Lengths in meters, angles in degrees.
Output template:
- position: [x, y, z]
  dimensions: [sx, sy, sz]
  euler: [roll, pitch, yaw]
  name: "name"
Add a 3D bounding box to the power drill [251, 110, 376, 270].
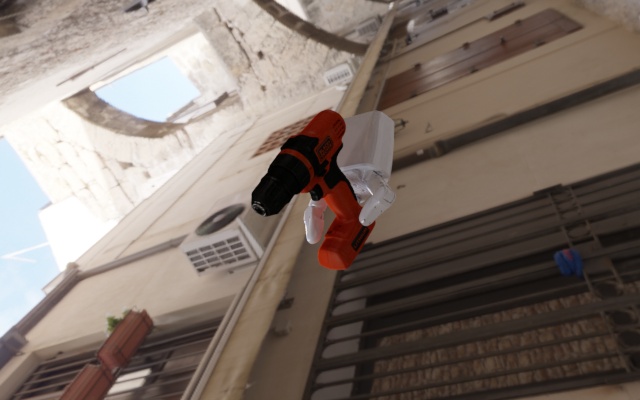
- position: [0.000, 0.002, 0.625]
  dimensions: [0.057, 0.188, 0.184]
  euler: [7, 46, 37]
  name: "power drill"
